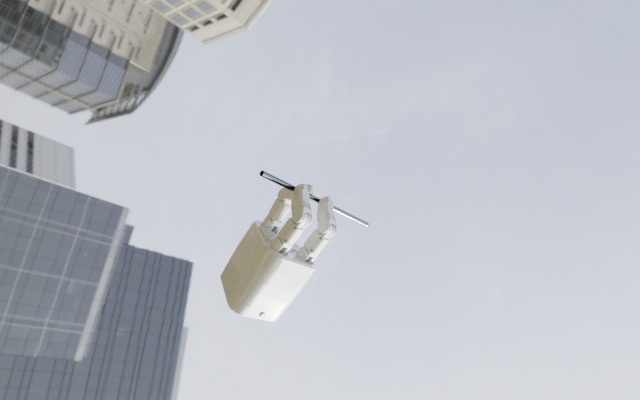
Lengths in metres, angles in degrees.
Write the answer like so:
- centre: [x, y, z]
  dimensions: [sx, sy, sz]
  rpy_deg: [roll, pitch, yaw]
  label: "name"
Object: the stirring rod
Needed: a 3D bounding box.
- centre: [0.000, 0.002, 0.707]
  dimensions: [0.011, 0.011, 0.239]
  rpy_deg: [0, -18, 42]
  label: "stirring rod"
